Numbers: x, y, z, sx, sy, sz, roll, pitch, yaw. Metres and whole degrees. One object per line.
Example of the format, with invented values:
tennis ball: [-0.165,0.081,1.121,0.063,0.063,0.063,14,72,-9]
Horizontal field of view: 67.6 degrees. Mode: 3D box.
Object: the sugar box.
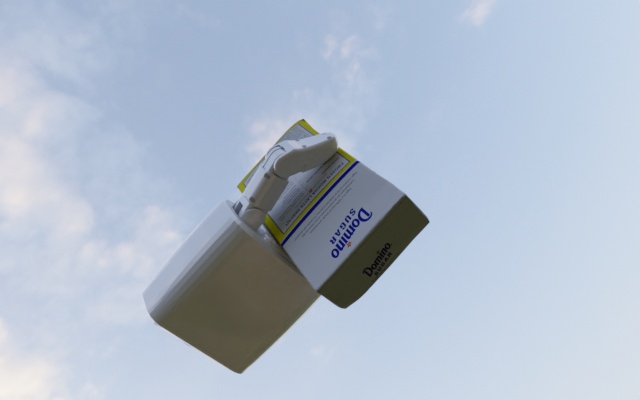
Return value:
sugar box: [0.000,0.002,0.401,0.048,0.093,0.176,41,3,-41]
